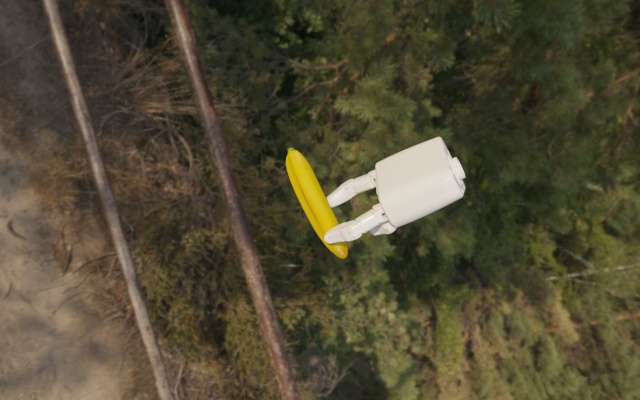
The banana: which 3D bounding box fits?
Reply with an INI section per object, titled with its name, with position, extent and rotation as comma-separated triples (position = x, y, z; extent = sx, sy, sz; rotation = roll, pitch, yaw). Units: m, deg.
[banana]
position = -0.007, 0.000, 0.734
extent = 0.037, 0.198, 0.069
rotation = -27, -7, 16
